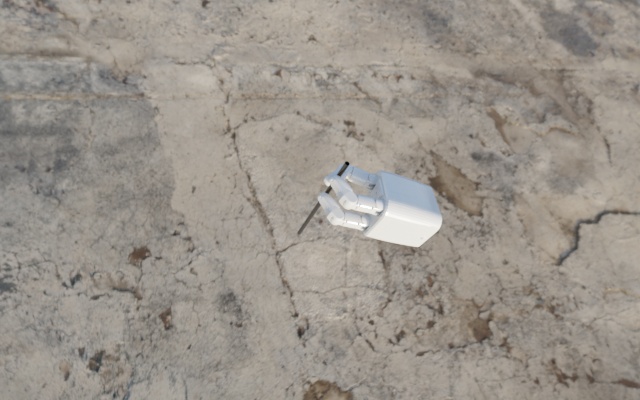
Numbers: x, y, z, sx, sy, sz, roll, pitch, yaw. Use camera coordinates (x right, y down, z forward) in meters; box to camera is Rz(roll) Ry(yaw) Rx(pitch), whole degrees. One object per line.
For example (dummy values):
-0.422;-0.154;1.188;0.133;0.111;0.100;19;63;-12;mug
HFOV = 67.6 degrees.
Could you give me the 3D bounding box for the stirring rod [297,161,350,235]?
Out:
0.000;0.003;0.844;0.011;0.011;0.240;0;-30;-24;stirring rod
